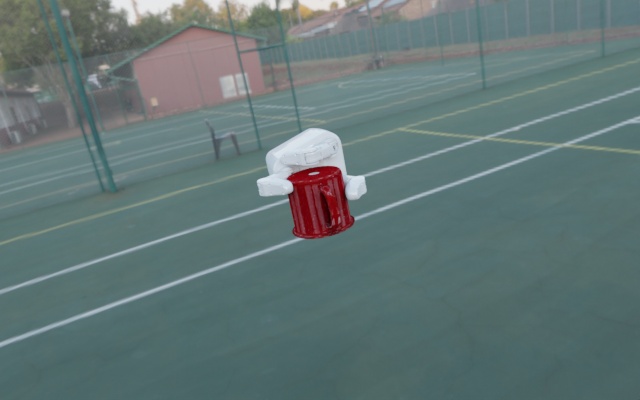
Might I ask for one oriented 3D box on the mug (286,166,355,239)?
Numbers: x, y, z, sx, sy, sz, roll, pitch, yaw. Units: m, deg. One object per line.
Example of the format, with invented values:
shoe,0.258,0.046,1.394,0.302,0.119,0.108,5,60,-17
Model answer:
mug,0.000,0.002,0.669,0.093,0.081,0.117,-15,17,-12
